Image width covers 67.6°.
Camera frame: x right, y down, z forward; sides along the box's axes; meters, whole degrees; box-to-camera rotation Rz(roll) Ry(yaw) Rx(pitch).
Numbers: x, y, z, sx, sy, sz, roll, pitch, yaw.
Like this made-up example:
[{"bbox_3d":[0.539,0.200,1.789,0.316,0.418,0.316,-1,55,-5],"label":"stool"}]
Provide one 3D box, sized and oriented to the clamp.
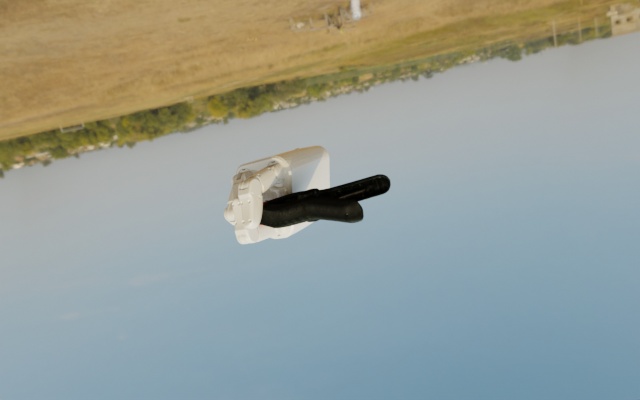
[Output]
[{"bbox_3d":[0.000,0.003,0.577,0.171,0.039,0.120,-4,11,34],"label":"clamp"}]
